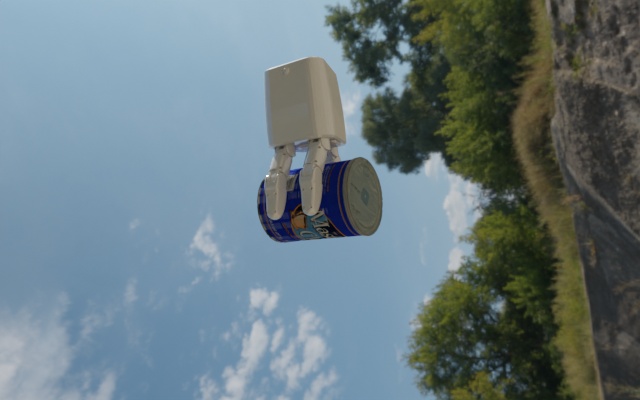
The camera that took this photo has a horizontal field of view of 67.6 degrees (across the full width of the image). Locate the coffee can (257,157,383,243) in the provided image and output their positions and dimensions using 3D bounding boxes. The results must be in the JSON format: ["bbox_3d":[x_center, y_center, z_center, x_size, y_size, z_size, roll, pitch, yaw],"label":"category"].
[{"bbox_3d":[0.000,0.002,0.651,0.140,0.103,0.103,-7,-4,31],"label":"coffee can"}]
